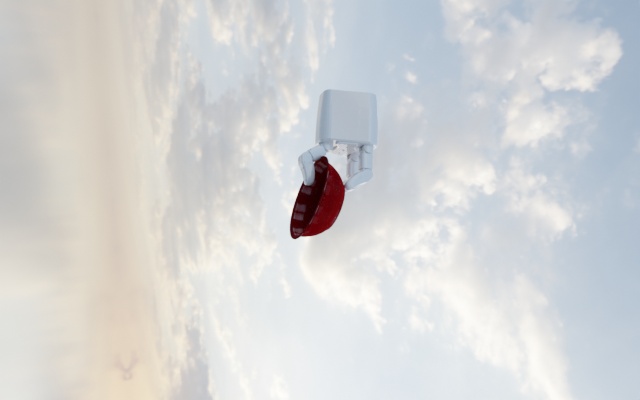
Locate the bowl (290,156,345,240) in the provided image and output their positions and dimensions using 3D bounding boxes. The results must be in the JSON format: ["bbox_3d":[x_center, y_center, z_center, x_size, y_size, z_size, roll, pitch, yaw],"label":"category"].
[{"bbox_3d":[0.000,0.004,0.874,0.055,0.162,0.162,21,-7,-17],"label":"bowl"}]
